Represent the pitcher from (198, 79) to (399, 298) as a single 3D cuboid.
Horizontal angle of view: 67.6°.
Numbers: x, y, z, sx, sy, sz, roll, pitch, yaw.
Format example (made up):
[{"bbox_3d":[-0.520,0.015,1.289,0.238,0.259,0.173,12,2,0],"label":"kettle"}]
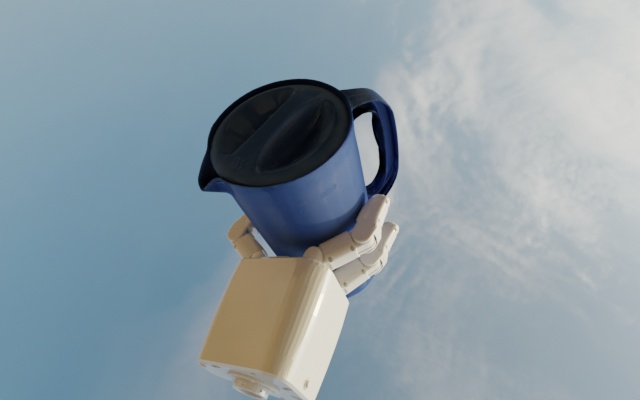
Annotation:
[{"bbox_3d":[0.000,0.002,0.499,0.149,0.145,0.243,7,-34,23],"label":"pitcher"}]
